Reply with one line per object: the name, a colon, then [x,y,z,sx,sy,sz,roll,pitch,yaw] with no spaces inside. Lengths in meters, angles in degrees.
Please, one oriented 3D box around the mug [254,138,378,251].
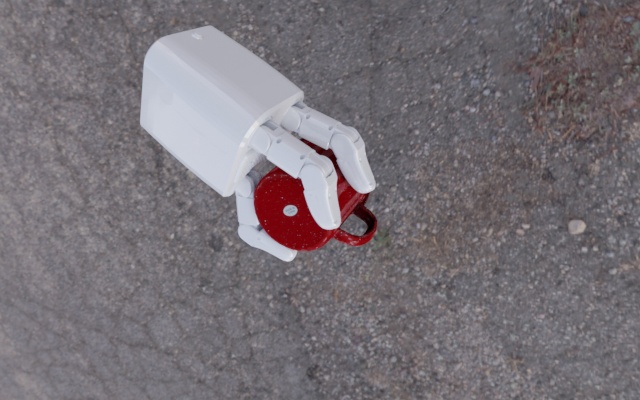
mug: [0.001,0.002,0.447,0.117,0.093,0.081,37,38,4]
